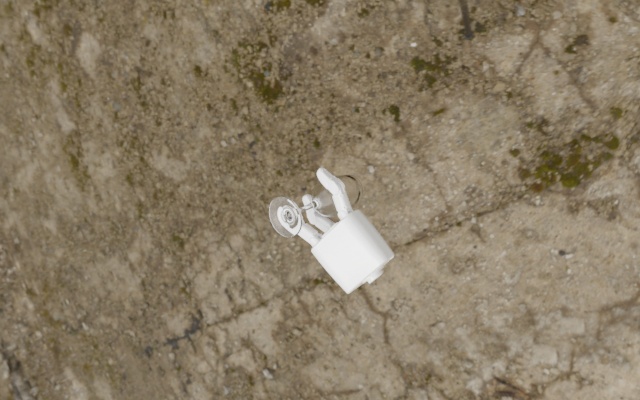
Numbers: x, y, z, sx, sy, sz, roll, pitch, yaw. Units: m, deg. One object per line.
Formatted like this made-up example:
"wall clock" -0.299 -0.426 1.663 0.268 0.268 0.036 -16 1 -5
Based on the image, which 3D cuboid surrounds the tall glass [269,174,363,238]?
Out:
"tall glass" 0.000 0.003 0.888 0.079 0.079 0.201 0 15 39
